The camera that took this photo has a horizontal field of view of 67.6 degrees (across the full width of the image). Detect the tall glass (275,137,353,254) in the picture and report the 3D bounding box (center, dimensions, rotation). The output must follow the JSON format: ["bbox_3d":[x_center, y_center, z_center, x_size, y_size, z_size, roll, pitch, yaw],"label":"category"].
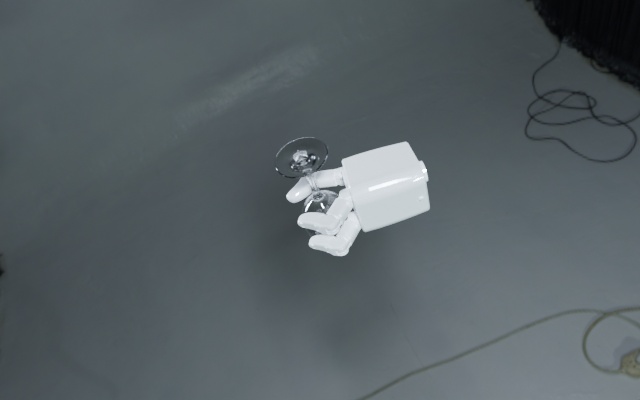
[{"bbox_3d":[0.000,0.002,0.714,0.079,0.079,0.201,0,-38,19],"label":"tall glass"}]
